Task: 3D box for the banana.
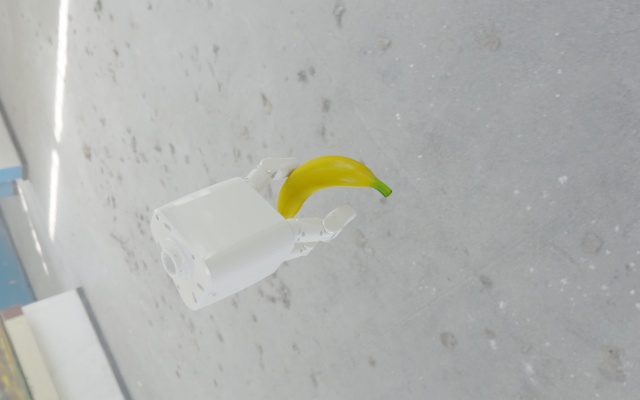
[{"bbox_3d":[-0.005,-0.016,0.584,0.037,0.069,0.198,-30,10,-40],"label":"banana"}]
